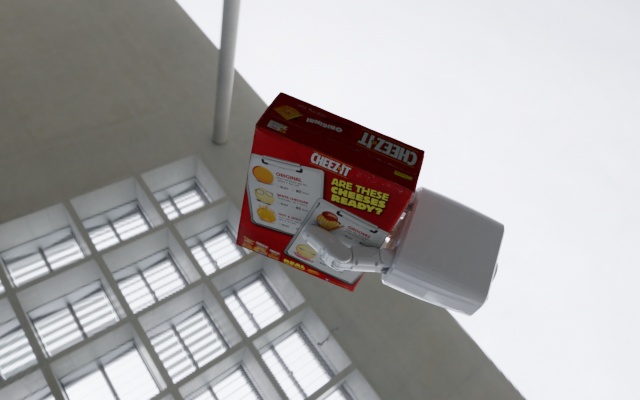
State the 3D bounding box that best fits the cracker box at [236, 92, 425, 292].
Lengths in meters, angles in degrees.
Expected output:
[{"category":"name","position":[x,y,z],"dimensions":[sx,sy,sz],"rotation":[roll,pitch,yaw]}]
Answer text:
[{"category":"cracker box","position":[0.000,0.002,0.543],"dimensions":[0.164,0.072,0.214],"rotation":[22,-39,1]}]
